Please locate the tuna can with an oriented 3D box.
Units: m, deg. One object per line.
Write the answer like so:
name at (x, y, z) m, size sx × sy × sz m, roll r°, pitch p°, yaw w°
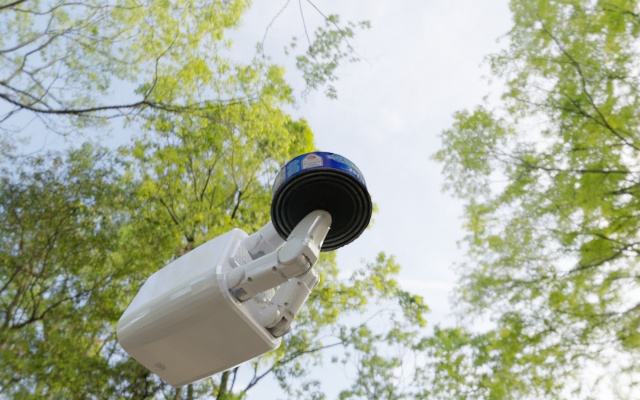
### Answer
tuna can at (0.000, 0.001, 0.412) m, size 0.086 × 0.086 × 0.033 m, roll 0°, pitch 34°, yaw -4°
